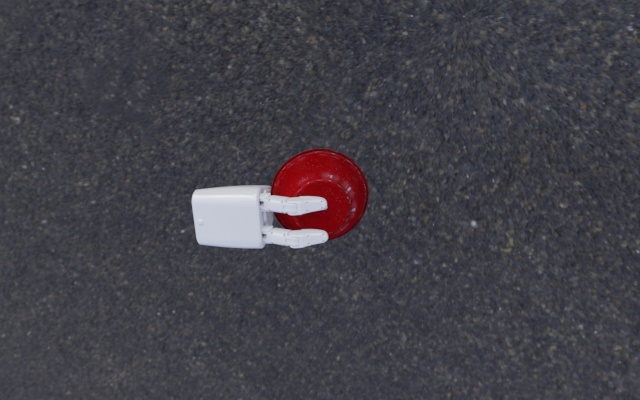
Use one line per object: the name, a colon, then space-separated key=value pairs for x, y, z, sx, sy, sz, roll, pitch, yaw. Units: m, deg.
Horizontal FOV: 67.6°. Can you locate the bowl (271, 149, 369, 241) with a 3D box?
bowl: x=0.001 y=0.002 z=0.757 sx=0.162 sy=0.162 sz=0.055 roll=0 pitch=21 yaw=-3
